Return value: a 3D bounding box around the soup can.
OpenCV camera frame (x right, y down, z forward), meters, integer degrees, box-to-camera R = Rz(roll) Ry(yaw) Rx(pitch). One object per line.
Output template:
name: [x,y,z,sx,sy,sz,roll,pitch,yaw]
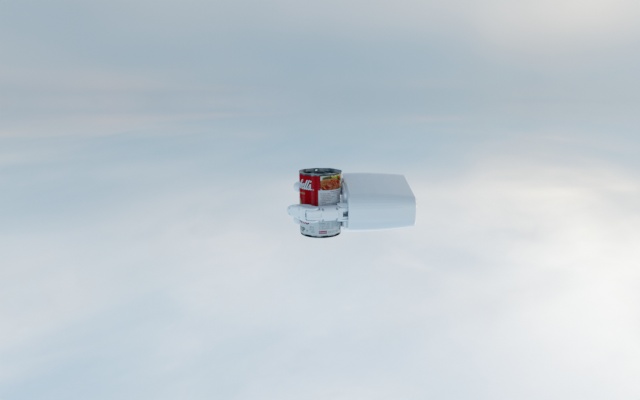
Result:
soup can: [0.000,0.003,0.761,0.068,0.102,0.068,0,12,0]
